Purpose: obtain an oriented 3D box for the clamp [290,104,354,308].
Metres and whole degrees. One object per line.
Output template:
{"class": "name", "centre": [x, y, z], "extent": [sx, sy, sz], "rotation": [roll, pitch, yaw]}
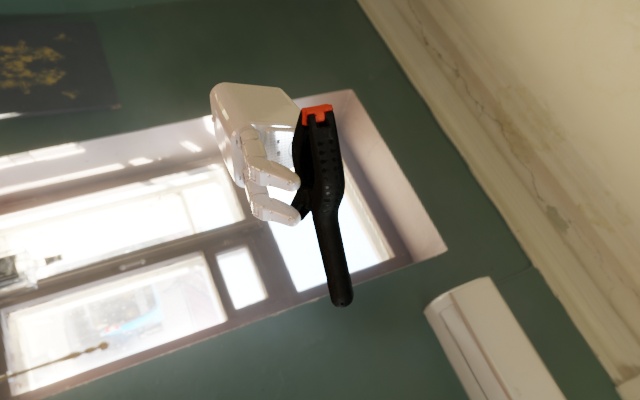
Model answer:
{"class": "clamp", "centre": [0.001, 0.001, 0.506], "extent": [0.036, 0.210, 0.164], "rotation": [-15, 47, -20]}
